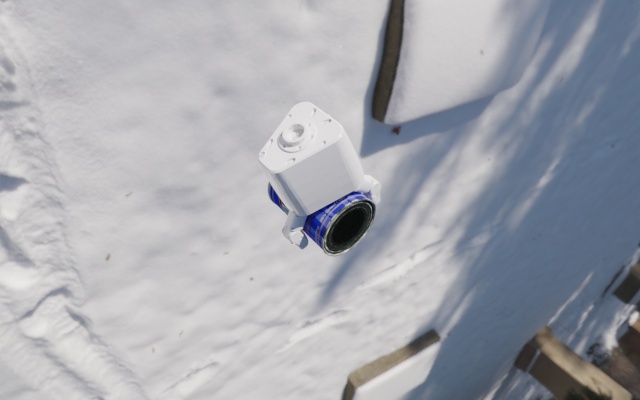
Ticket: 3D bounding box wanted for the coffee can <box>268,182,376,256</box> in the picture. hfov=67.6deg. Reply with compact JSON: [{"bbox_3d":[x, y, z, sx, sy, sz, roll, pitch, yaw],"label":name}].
[{"bbox_3d":[0.000,0.002,0.730,0.103,0.103,0.140,0,33,-48],"label":"coffee can"}]
